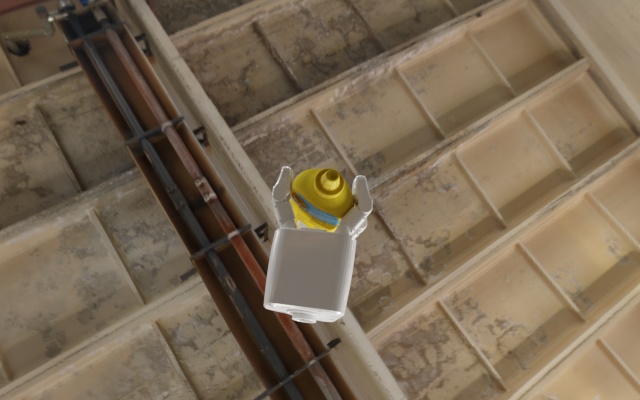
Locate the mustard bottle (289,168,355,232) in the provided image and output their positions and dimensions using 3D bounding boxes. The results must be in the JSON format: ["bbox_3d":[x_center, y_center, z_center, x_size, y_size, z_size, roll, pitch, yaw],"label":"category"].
[{"bbox_3d":[0.000,0.002,0.703,0.096,0.058,0.192,34,-22,4],"label":"mustard bottle"}]
